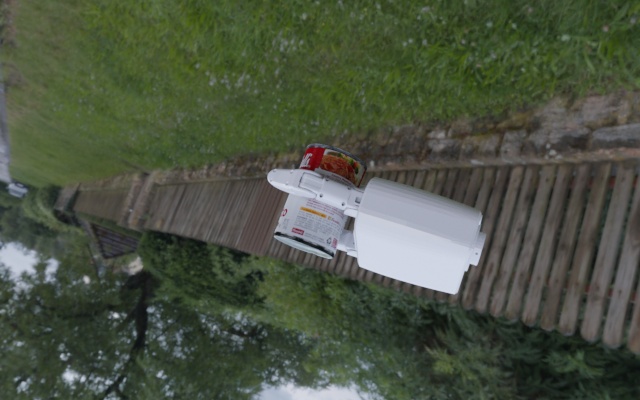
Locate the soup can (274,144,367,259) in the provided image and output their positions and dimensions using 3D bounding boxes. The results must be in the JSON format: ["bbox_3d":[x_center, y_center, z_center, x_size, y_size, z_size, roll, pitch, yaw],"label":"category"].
[{"bbox_3d":[-0.001,0.002,0.497,0.068,0.102,0.068,20,-12,4],"label":"soup can"}]
